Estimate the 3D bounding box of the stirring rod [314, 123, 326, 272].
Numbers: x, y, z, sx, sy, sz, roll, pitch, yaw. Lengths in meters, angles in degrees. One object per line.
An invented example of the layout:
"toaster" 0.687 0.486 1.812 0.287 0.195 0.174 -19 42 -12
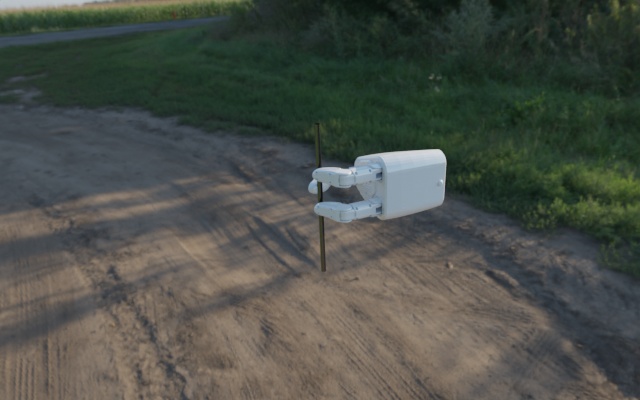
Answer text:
"stirring rod" 0.000 0.002 0.722 0.011 0.240 0.011 -2 23 1
